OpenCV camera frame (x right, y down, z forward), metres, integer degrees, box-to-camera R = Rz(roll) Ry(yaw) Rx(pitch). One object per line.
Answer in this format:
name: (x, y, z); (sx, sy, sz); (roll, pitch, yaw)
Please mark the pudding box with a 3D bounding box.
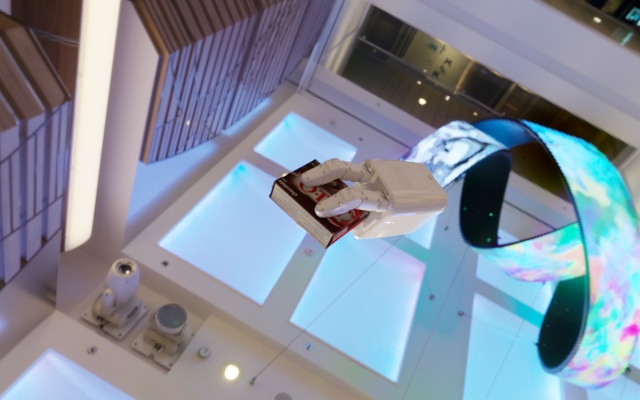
pudding box: (0.000, 0.002, 0.653); (0.113, 0.039, 0.090); (39, 43, 18)
